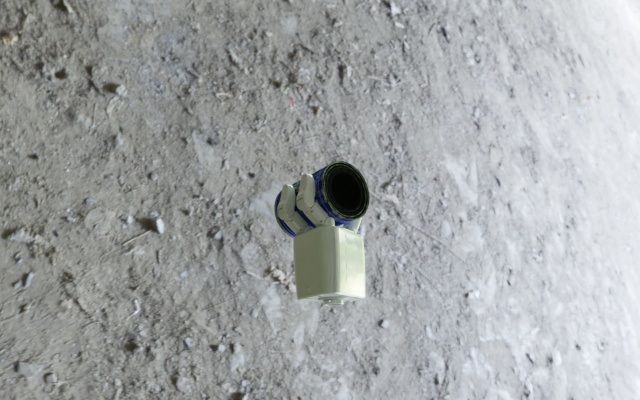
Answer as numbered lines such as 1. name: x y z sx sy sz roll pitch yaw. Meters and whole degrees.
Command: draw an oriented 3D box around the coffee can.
1. coffee can: 0.000 0.003 0.826 0.103 0.102 0.140 0 -17 -40
